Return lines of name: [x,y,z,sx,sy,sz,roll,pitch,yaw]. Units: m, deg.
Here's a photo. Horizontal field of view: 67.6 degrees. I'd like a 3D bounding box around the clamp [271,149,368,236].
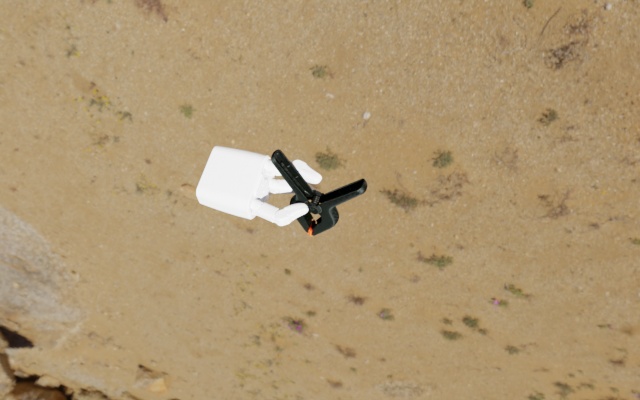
clamp: [0.000,0.004,0.842,0.164,0.036,0.210,17,-34,14]
